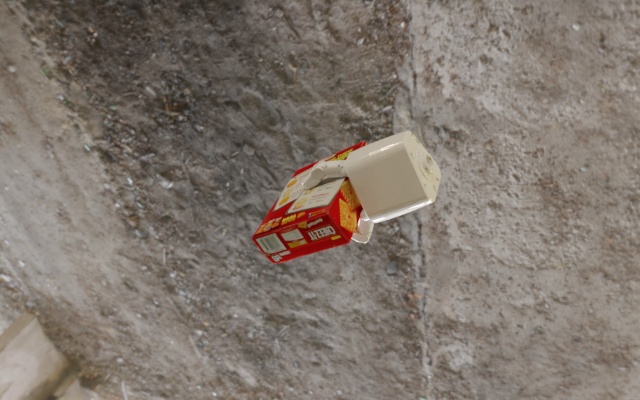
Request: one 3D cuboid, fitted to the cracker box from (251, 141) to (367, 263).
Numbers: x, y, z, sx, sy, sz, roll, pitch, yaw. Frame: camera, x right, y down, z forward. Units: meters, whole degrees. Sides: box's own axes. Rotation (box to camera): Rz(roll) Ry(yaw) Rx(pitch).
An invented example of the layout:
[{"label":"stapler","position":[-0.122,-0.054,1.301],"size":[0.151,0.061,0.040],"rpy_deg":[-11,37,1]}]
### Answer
[{"label":"cracker box","position":[0.000,0.003,0.823],"size":[0.164,0.072,0.213],"rpy_deg":[-20,26,34]}]
